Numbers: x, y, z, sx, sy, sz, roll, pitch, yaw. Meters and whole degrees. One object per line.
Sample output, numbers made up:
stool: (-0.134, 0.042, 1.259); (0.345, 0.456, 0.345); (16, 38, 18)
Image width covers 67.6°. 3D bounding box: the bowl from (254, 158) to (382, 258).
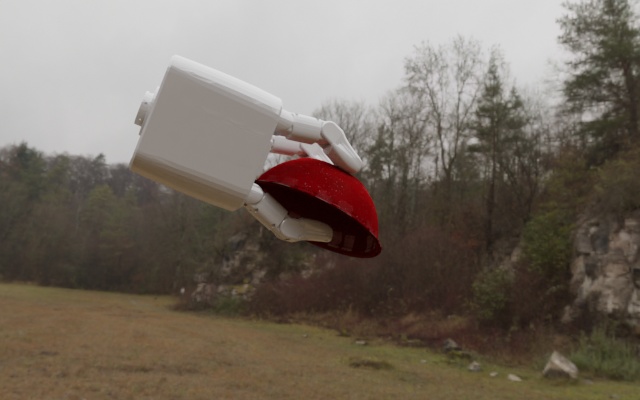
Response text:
bowl: (0.001, 0.002, 0.518); (0.162, 0.055, 0.162); (23, -20, 9)
